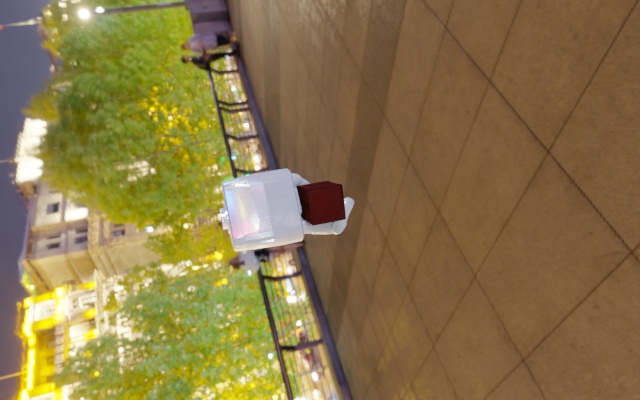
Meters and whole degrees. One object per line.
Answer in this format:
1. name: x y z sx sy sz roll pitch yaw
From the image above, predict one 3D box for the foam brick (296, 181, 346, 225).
1. foam brick: 0.000 0.002 0.704 0.051 0.053 0.078 -10 8 -13
